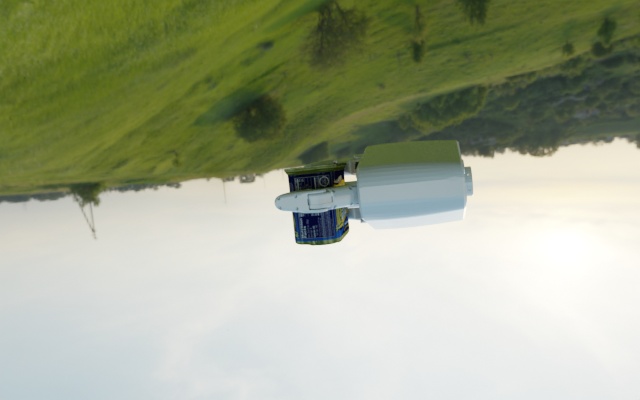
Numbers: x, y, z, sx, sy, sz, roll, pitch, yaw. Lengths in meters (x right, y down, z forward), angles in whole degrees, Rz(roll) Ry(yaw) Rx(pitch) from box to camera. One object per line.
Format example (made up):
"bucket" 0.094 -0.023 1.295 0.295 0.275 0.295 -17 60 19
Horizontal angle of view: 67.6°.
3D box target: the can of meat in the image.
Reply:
"can of meat" 0.000 0.002 0.543 0.057 0.084 0.102 -5 4 12
